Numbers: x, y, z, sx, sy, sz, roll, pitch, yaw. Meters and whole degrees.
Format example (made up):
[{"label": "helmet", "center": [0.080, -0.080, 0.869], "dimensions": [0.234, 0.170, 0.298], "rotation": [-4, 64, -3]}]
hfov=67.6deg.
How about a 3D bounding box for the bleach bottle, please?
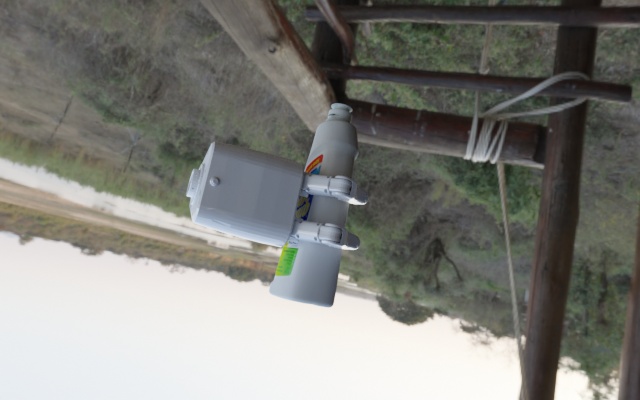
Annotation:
[{"label": "bleach bottle", "center": [0.000, 0.002, 0.602], "dimensions": [0.068, 0.250, 0.102], "rotation": [15, -11, -19]}]
